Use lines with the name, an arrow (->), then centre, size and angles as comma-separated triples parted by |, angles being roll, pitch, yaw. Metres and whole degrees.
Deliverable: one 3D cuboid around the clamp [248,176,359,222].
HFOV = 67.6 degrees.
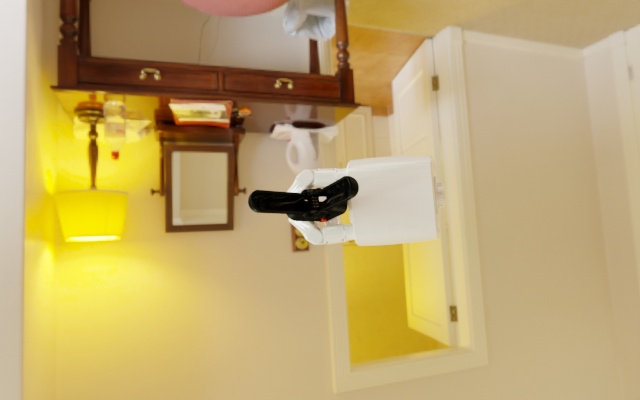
clamp -> 0.000, 0.003, 0.576 | 0.120, 0.039, 0.171 | -4, -6, 17
